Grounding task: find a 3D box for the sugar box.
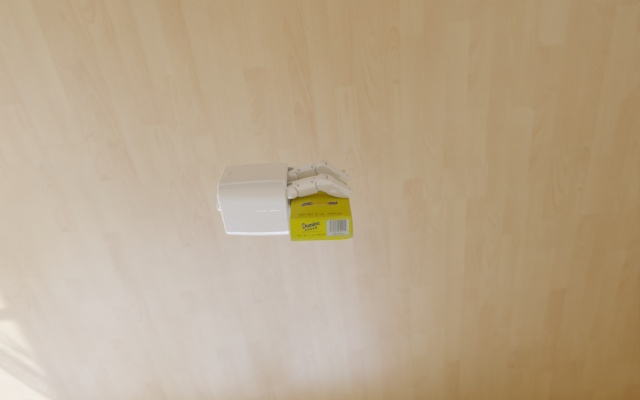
[{"bbox_3d":[0.000,0.002,0.769,0.093,0.048,0.176,-2,28,-1],"label":"sugar box"}]
